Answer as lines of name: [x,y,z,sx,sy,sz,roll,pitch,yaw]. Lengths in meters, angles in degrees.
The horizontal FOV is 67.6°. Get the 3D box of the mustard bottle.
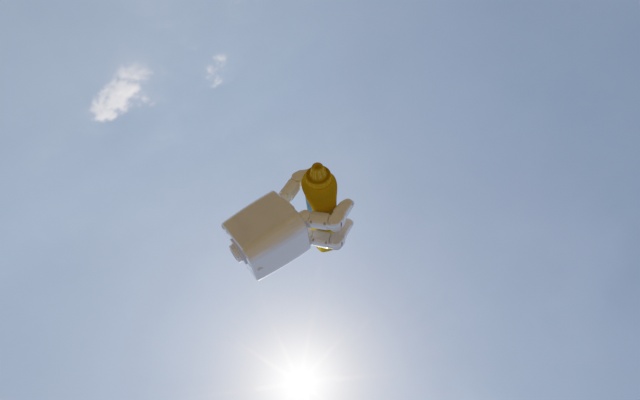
mustard bottle: [0.000,0.003,0.812,0.058,0.096,0.192,-12,-35,-4]
